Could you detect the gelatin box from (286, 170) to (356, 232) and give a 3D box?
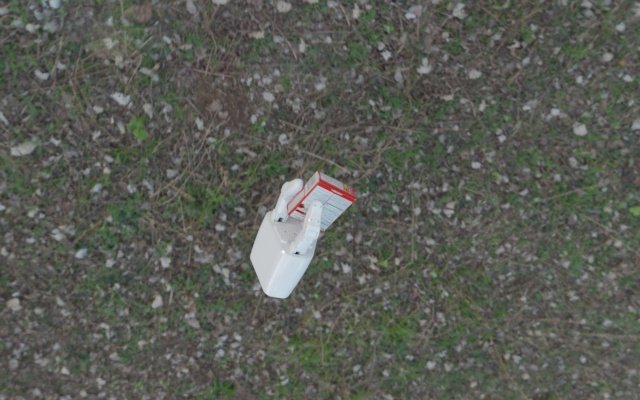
[{"bbox_3d":[0.000,0.003,0.758,0.073,0.030,0.089,25,-54,-27],"label":"gelatin box"}]
